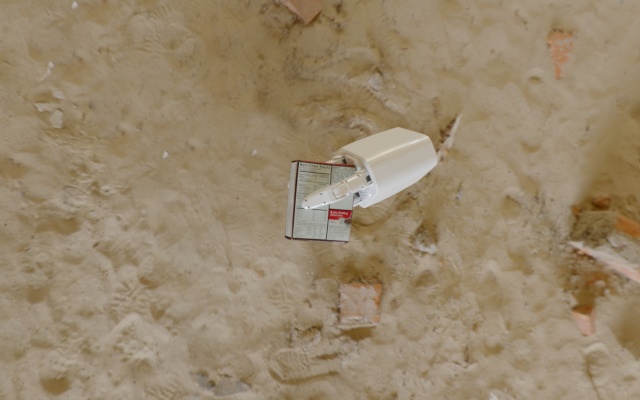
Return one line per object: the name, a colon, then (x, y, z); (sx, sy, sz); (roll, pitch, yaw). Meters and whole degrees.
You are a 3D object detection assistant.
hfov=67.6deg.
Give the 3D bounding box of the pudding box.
pudding box: (0.000, 0.002, 0.677); (0.090, 0.113, 0.039); (5, -2, -17)
